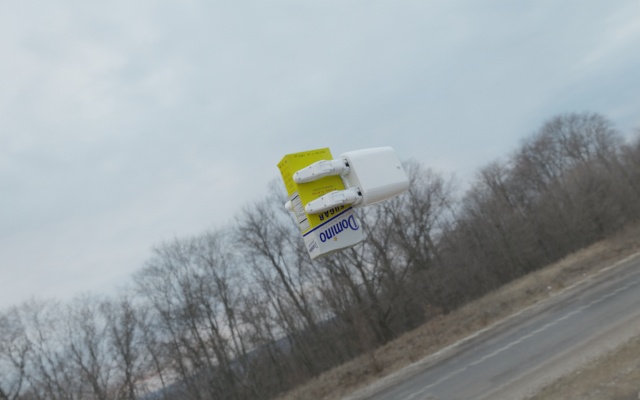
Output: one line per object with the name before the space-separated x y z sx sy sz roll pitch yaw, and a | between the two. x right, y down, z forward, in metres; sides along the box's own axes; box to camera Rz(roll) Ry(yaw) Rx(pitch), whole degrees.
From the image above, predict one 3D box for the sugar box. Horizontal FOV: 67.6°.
sugar box | 0.000 0.002 0.804 0.093 0.176 0.048 -15 -15 -33
